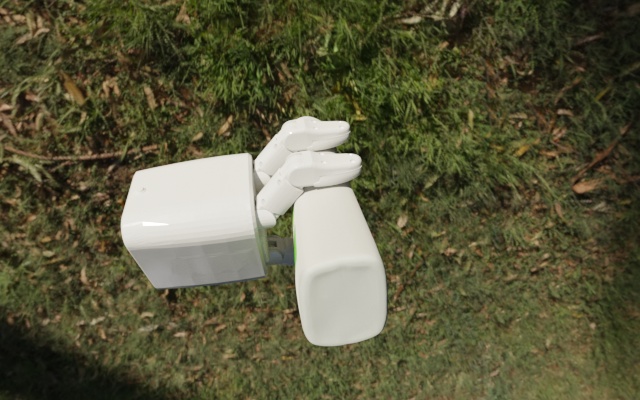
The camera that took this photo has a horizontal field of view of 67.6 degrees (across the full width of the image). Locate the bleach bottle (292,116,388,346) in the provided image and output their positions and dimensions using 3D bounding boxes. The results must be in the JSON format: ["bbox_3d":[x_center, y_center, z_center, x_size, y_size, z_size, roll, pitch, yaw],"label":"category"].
[{"bbox_3d":[0.000,0.001,0.447,0.068,0.103,0.250,-8,38,-4],"label":"bleach bottle"}]
